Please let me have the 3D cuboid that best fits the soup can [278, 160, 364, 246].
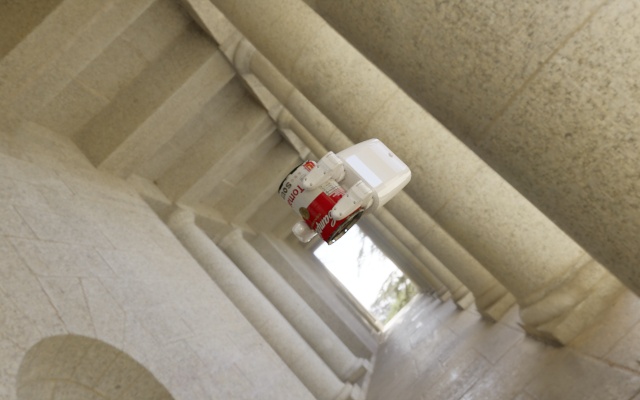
[{"bbox_3d":[0.000,0.002,0.651,0.102,0.068,0.068,45,12,13],"label":"soup can"}]
